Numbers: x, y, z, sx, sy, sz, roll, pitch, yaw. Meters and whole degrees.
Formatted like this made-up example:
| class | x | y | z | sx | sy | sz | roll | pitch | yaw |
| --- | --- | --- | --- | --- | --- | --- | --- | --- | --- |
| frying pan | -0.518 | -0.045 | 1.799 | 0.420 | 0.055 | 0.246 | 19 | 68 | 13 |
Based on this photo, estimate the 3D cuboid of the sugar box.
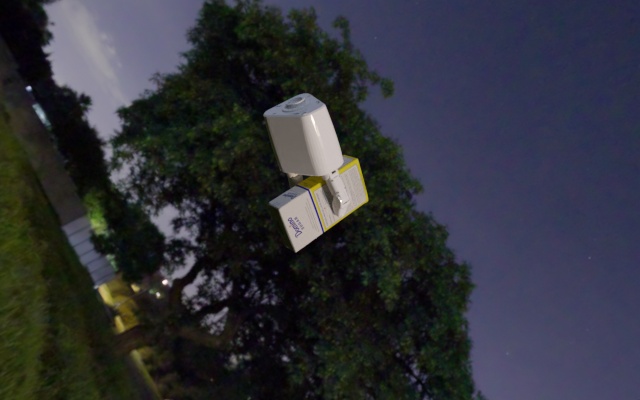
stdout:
| class | x | y | z | sx | sy | sz | roll | pitch | yaw |
| --- | --- | --- | --- | --- | --- | --- | --- | --- | --- |
| sugar box | 0.000 | 0.002 | 0.834 | 0.176 | 0.093 | 0.048 | -32 | 31 | -23 |
